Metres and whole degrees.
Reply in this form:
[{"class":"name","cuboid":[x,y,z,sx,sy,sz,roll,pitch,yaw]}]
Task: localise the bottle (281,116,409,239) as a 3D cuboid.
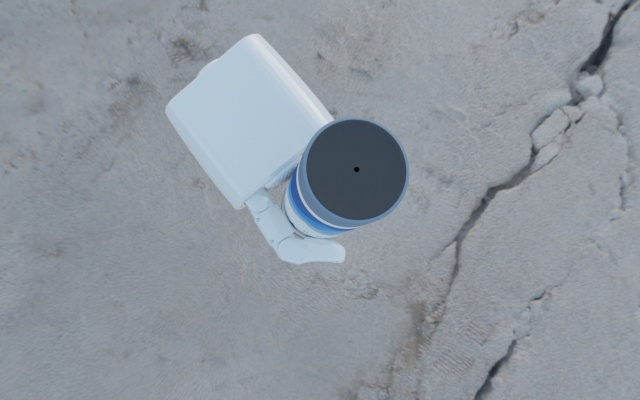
[{"class":"bottle","cuboid":[0.000,0.001,0.431,0.069,0.069,0.296,0,-8,-9]}]
